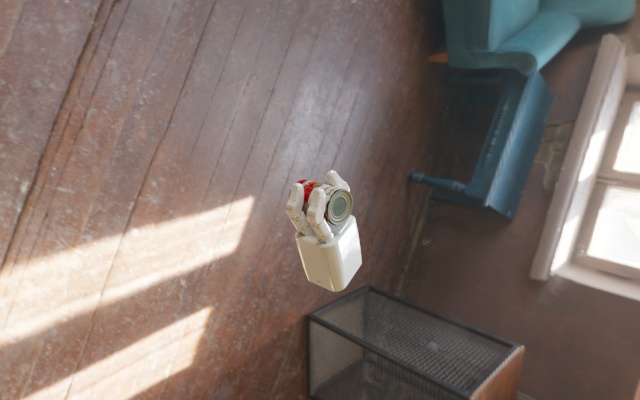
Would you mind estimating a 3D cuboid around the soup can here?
[{"bbox_3d":[0.000,0.002,0.869,0.068,0.068,0.102,0,11,-45],"label":"soup can"}]
